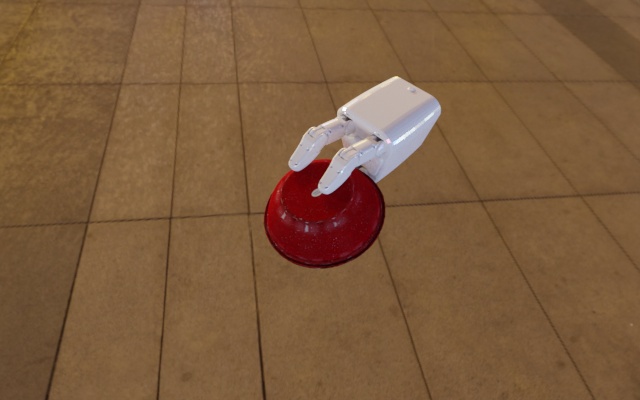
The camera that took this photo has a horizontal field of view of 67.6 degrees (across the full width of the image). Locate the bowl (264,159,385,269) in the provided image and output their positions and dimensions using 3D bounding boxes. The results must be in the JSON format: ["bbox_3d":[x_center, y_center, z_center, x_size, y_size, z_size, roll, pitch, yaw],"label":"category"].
[{"bbox_3d":[-0.001,0.003,0.604,0.162,0.162,0.055,0,-32,11],"label":"bowl"}]
